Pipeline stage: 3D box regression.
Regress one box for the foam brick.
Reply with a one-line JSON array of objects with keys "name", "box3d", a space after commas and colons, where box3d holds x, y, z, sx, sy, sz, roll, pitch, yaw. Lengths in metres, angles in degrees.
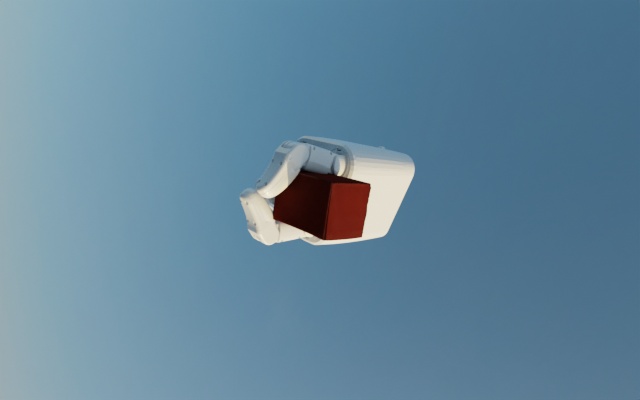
[{"name": "foam brick", "box3d": [0.000, 0.002, 0.445, 0.051, 0.053, 0.078, 1, 12, -42]}]
